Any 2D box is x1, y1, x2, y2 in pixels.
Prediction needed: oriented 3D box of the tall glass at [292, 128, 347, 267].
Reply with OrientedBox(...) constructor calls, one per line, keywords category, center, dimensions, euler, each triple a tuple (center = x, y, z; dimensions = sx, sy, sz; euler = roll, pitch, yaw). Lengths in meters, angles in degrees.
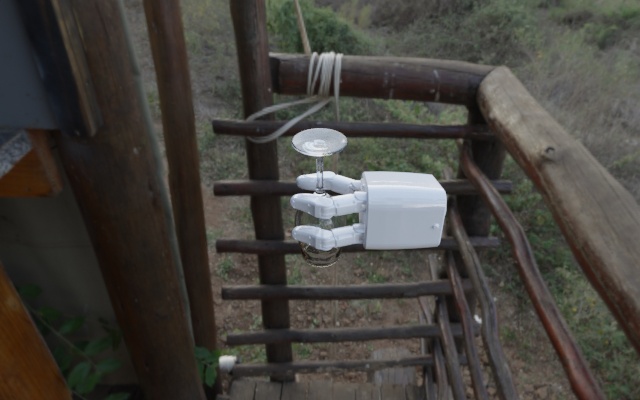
OrientedBox(category="tall glass", center=(0.000, 0.002, 0.692), dimensions=(0.079, 0.201, 0.079), euler=(0, 35, 0))
